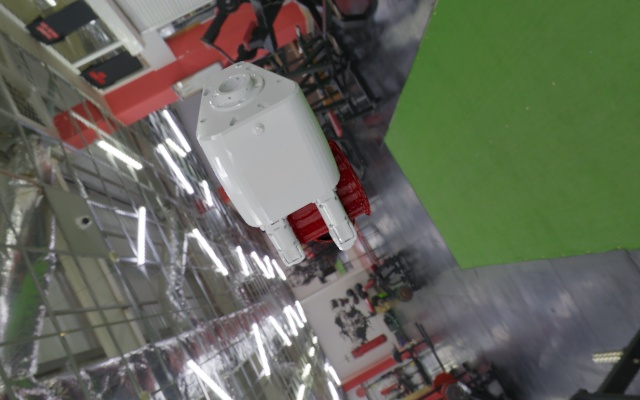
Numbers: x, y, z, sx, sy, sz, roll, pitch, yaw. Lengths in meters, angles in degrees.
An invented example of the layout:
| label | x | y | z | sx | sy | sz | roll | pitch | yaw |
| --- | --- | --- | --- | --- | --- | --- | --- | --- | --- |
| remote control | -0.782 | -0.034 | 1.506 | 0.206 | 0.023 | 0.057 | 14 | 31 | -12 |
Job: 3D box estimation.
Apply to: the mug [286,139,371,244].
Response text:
| label | x | y | z | sx | sy | sz | roll | pitch | yaw |
| --- | --- | --- | --- | --- | --- | --- | --- | --- | --- |
| mug | 0.000 | 0.003 | 0.520 | 0.081 | 0.117 | 0.093 | -28 | 42 | -4 |
